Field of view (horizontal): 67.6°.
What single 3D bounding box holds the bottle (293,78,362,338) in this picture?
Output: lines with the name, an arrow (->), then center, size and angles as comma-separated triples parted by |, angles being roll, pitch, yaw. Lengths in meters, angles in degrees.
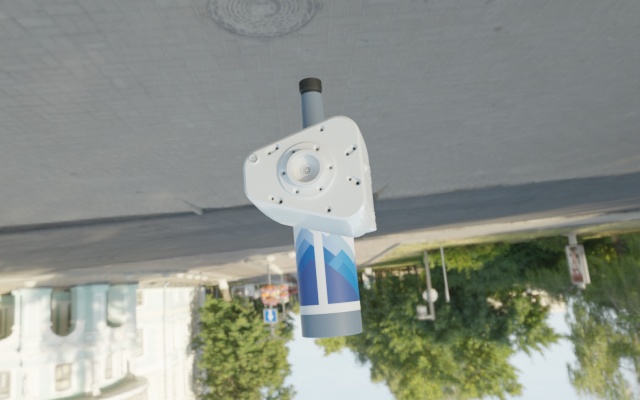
bottle -> 0.000, 0.002, 0.547 | 0.069, 0.295, 0.069 | -5, -11, -1
